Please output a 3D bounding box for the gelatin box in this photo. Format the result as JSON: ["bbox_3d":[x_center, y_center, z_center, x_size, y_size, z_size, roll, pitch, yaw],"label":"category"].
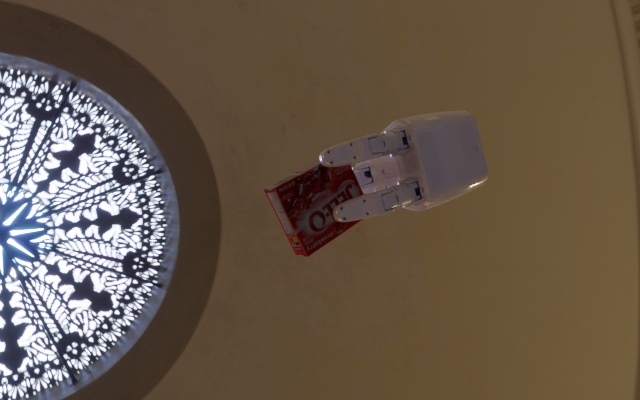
[{"bbox_3d":[0.000,0.002,0.470,0.089,0.073,0.030,-31,13,-27],"label":"gelatin box"}]
